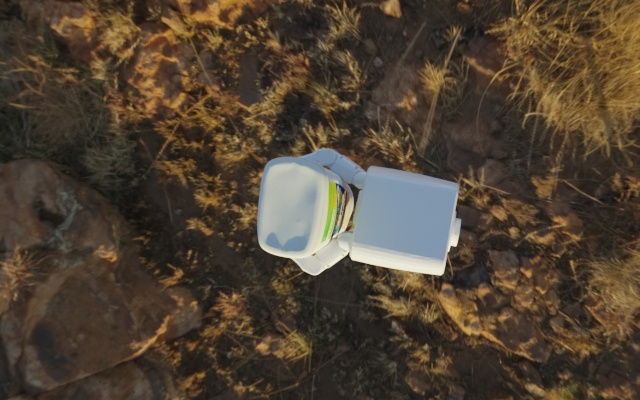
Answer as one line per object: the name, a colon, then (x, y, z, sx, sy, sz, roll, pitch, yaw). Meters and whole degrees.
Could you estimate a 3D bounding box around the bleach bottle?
bleach bottle: (0.000, 0.002, 0.581, 0.068, 0.102, 0.251, 9, 6, 14)
